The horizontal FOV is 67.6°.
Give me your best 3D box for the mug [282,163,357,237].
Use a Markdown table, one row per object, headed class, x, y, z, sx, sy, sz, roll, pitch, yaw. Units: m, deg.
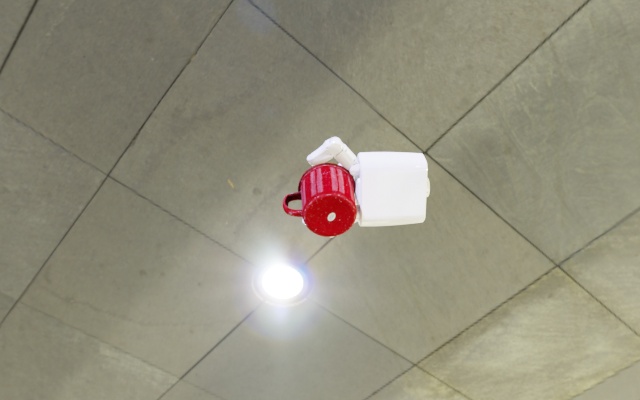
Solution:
| class | x | y | z | sx | sy | sz | roll | pitch | yaw |
| --- | --- | --- | --- | --- | --- | --- | --- | --- | --- |
| mug | -0.001 | 0.003 | 0.732 | 0.117 | 0.093 | 0.081 | -3 | 32 | -1 |
